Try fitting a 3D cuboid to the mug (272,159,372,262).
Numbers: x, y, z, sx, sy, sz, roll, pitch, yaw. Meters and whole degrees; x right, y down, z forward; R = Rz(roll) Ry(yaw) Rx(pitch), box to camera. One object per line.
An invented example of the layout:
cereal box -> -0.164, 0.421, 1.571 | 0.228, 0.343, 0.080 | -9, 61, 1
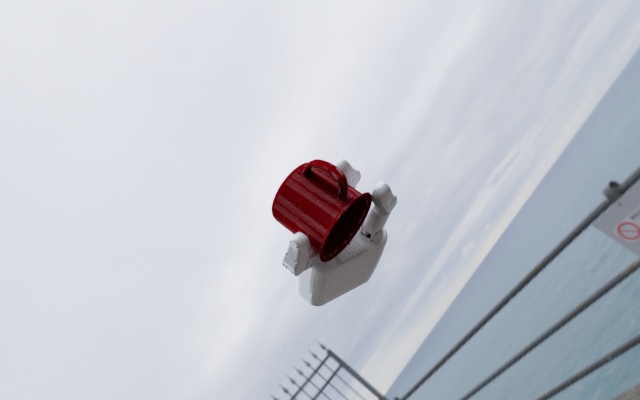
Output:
mug -> 0.000, 0.001, 0.534 | 0.081, 0.117, 0.093 | 35, 56, 20
